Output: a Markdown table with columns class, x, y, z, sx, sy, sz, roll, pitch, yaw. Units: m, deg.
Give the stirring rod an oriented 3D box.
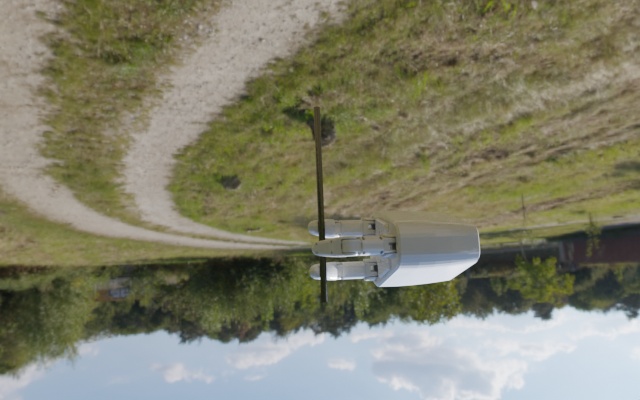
| class | x | y | z | sx | sy | sz | roll | pitch | yaw |
| --- | --- | --- | --- | --- | --- | --- | --- | --- | --- |
| stirring rod | 0.000 | 0.002 | 0.584 | 0.011 | 0.239 | 0.011 | -2 | -8 | 0 |
